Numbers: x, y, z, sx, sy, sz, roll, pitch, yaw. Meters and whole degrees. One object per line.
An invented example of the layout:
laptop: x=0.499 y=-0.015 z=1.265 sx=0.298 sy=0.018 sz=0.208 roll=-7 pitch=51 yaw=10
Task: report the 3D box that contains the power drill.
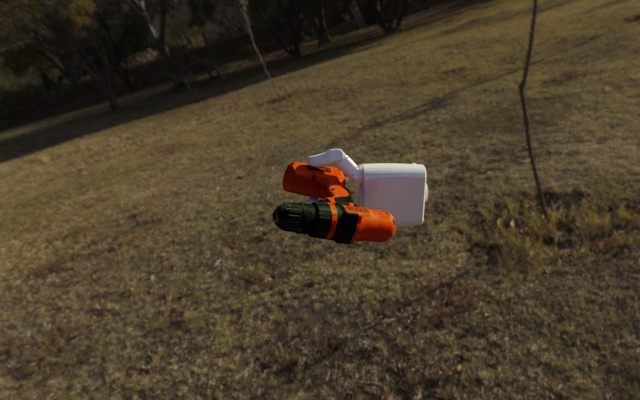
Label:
power drill: x=0.000 y=0.002 z=0.732 sx=0.184 sy=0.057 sz=0.187 roll=9 pitch=23 yaw=-24
